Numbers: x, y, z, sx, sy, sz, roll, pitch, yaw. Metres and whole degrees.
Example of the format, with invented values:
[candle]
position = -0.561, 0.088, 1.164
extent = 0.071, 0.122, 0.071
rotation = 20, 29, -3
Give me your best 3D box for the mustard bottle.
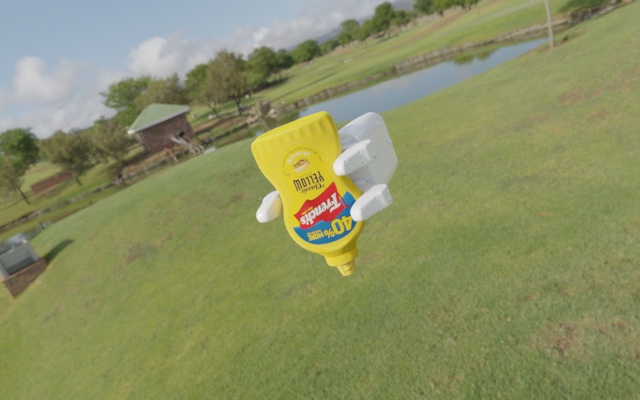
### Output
[mustard bottle]
position = 0.000, 0.002, 0.554
extent = 0.096, 0.192, 0.058
rotation = -20, 16, 7
